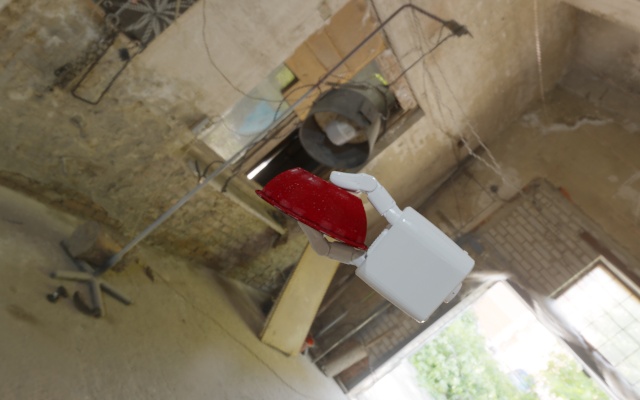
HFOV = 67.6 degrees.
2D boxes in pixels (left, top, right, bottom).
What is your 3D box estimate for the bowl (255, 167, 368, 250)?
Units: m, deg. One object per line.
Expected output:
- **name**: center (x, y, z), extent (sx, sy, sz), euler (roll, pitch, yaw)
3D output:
- **bowl**: center (-0.001, 0.001, 0.610), extent (0.162, 0.055, 0.162), euler (27, 3, -1)
